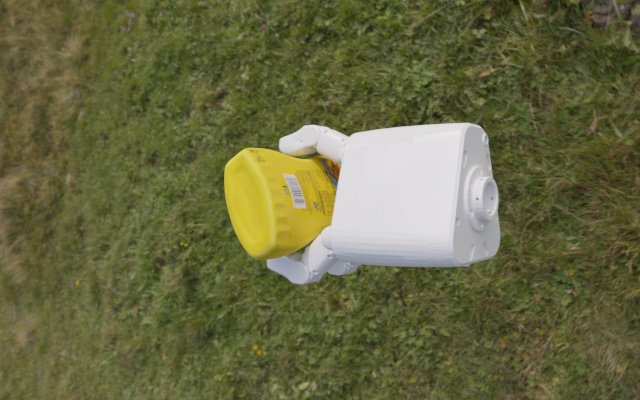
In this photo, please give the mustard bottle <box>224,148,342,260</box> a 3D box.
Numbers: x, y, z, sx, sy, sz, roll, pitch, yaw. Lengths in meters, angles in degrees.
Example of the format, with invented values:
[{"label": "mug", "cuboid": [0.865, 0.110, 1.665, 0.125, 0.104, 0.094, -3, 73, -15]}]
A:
[{"label": "mustard bottle", "cuboid": [0.000, 0.002, 0.474, 0.058, 0.096, 0.191, -33, -20, 36]}]
